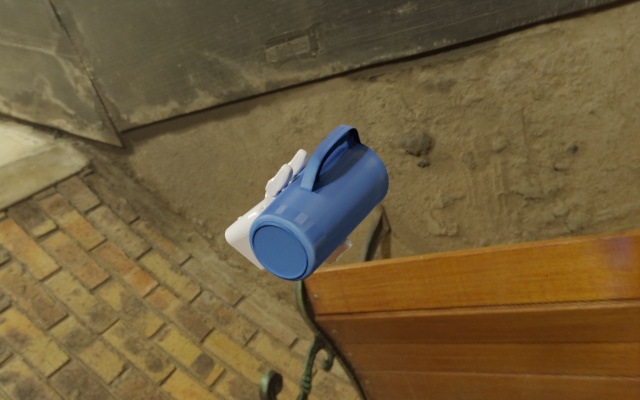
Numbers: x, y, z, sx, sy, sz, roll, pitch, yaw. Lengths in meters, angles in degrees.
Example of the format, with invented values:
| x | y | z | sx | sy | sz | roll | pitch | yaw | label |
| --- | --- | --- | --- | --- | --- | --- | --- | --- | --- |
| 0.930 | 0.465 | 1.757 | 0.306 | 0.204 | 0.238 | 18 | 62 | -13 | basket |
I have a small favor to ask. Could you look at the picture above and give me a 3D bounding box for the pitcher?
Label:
| x | y | z | sx | sy | sz | roll | pitch | yaw | label |
| --- | --- | --- | --- | --- | --- | --- | --- | --- | --- |
| 0.000 | 0.002 | 0.724 | 0.145 | 0.149 | 0.242 | -31 | 10 | 41 | pitcher |
